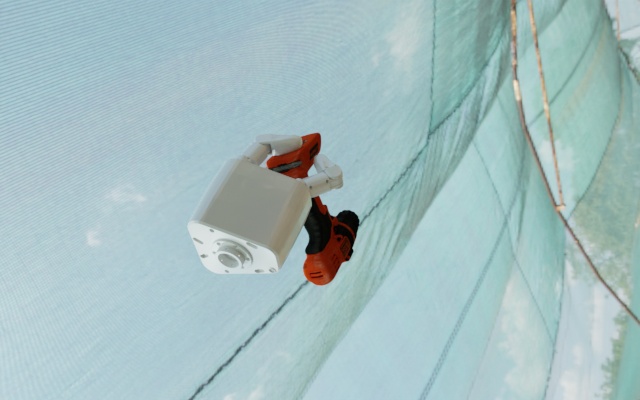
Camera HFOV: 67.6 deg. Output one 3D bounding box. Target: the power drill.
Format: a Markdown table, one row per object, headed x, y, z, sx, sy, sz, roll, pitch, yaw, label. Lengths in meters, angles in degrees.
| x | y | z | sx | sy | sz | roll | pitch | yaw | label |
| --- | --- | --- | --- | --- | --- | --- | --- | --- | --- |
| 0.000 | 0.002 | 0.686 | 0.057 | 0.188 | 0.184 | -15 | 18 | 22 | power drill |
